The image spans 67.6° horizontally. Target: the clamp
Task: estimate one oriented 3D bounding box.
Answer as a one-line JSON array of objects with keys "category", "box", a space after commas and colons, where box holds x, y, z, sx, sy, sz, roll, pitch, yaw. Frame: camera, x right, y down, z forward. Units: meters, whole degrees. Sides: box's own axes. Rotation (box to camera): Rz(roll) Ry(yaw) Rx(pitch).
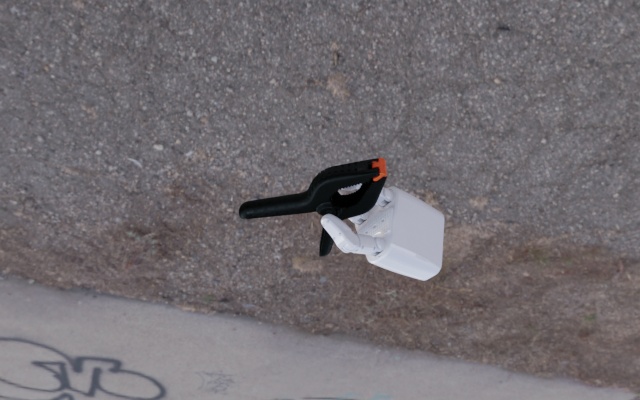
[{"category": "clamp", "box": [0.001, 0.003, 0.647, 0.164, 0.036, 0.210, 23, -44, -28]}]
